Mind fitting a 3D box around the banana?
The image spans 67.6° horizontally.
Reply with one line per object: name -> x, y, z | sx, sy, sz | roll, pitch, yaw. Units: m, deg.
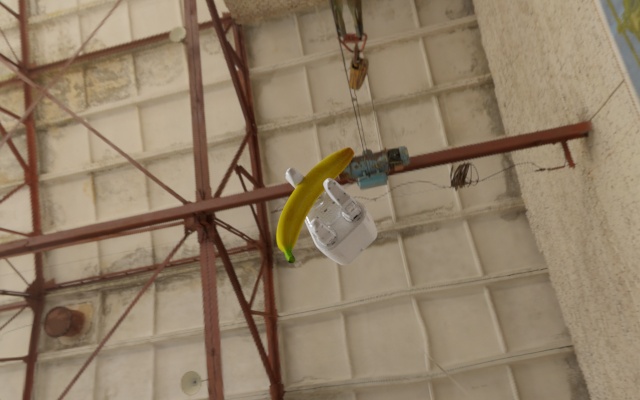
banana -> -0.016, 0.001, 0.716 | 0.069, 0.197, 0.037 | 16, -19, 36
